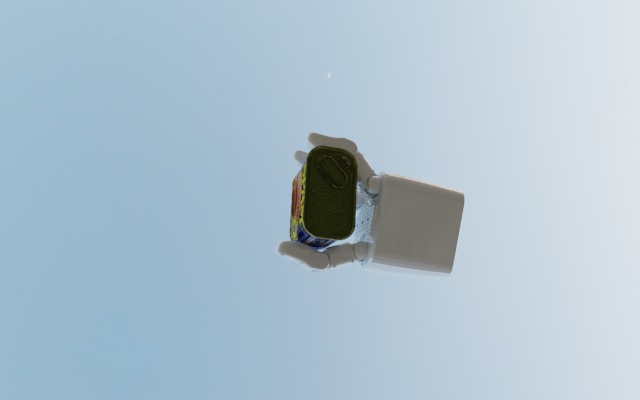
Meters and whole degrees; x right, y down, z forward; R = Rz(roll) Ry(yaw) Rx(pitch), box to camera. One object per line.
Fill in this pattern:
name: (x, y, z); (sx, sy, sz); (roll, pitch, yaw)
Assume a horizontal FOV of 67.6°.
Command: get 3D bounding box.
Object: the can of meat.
can of meat: (0.000, 0.002, 0.538); (0.057, 0.102, 0.084); (7, -17, -14)
